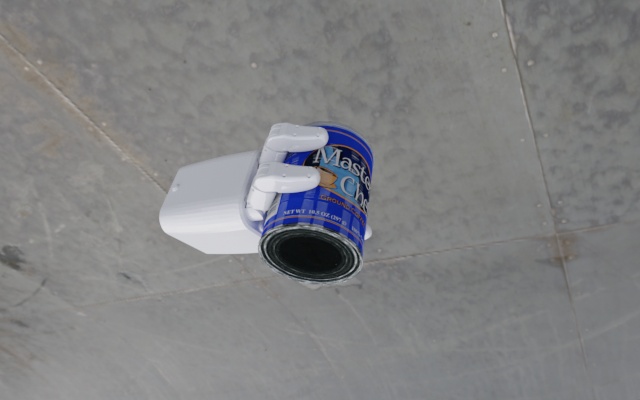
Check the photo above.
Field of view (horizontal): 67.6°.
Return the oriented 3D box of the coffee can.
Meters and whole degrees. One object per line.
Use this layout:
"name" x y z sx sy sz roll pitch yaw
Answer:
"coffee can" 0.000 0.002 0.500 0.103 0.140 0.103 7 -39 5
